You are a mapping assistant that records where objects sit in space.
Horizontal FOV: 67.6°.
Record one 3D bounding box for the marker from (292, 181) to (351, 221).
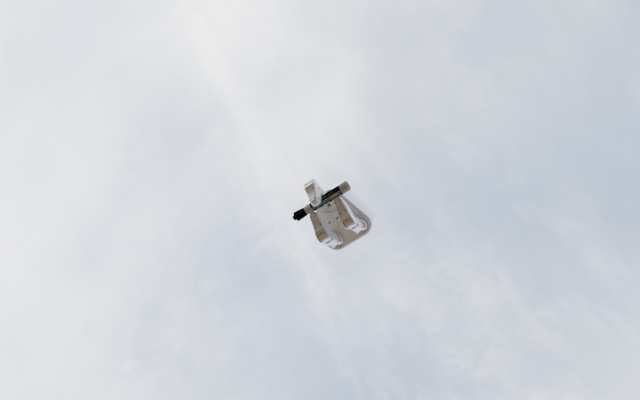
[{"bbox_3d":[0.000,0.003,0.862,0.121,0.020,0.020,-32,-10,16],"label":"marker"}]
